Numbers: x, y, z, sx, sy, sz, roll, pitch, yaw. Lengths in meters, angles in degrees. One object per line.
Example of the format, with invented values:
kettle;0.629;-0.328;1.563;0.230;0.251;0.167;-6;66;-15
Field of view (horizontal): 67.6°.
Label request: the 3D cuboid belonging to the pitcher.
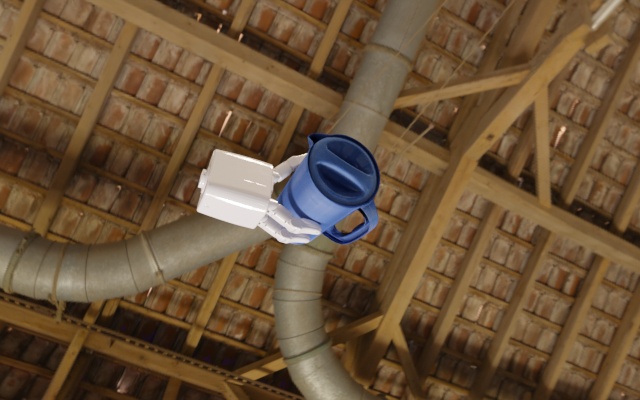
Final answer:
pitcher;0.000;0.003;0.867;0.145;0.149;0.243;14;-28;-19
